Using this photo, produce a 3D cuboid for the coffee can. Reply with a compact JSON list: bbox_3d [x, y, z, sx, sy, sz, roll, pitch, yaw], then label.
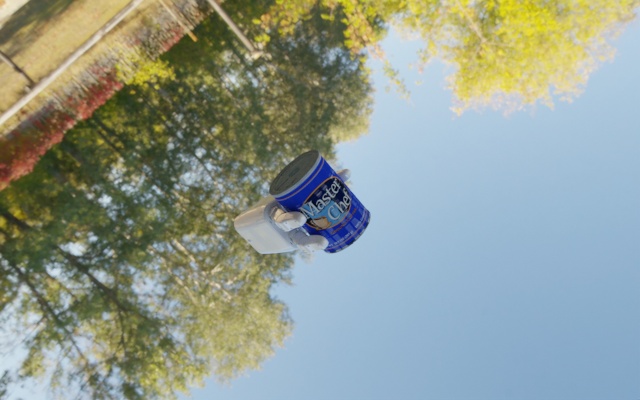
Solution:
[{"bbox_3d":[0.000,0.002,0.778,0.140,0.102,0.103,48,-23,-22],"label":"coffee can"}]
